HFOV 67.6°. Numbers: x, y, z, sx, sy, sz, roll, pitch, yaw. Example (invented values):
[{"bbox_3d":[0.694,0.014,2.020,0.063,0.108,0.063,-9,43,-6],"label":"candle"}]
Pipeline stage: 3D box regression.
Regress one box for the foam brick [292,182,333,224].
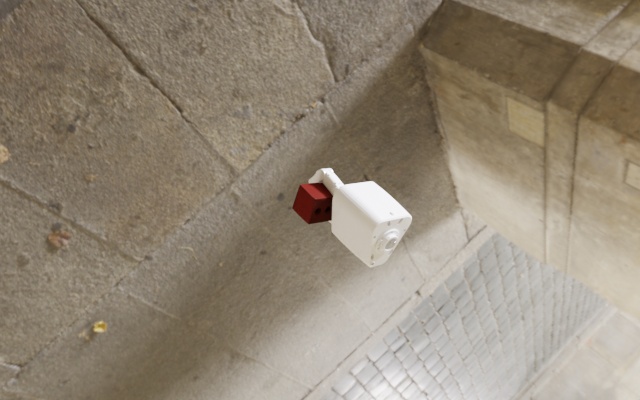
[{"bbox_3d":[0.000,0.003,0.850,0.078,0.053,0.051,-9,39,-37],"label":"foam brick"}]
